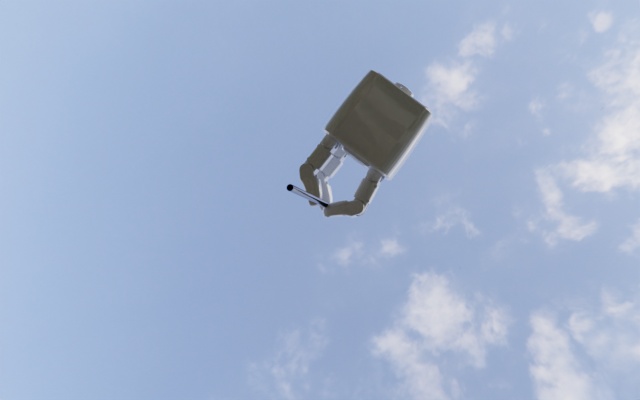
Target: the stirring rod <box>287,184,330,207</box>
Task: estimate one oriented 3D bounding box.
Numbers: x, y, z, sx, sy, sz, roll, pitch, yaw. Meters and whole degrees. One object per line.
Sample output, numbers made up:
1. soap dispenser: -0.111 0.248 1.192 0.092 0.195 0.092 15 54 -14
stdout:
1. stirring rod: 0.000 0.002 0.635 0.011 0.011 0.239 0 -8 16
